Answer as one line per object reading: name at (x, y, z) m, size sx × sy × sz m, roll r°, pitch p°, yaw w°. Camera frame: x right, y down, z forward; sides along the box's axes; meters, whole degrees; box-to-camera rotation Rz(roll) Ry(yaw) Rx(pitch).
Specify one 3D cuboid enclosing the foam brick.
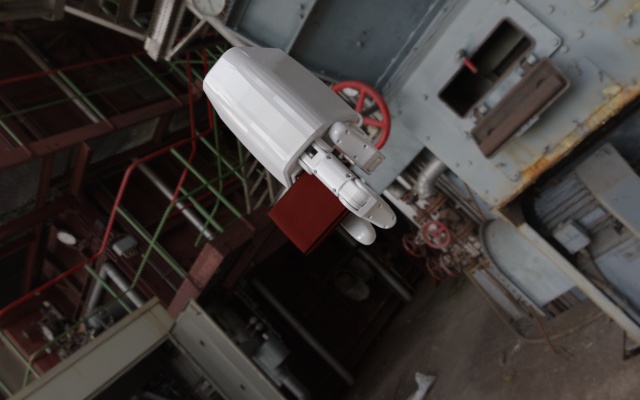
foam brick at (0.000, 0.002, 0.433) m, size 0.051 × 0.078 × 0.053 m, roll 43°, pitch 10°, yaw 6°
